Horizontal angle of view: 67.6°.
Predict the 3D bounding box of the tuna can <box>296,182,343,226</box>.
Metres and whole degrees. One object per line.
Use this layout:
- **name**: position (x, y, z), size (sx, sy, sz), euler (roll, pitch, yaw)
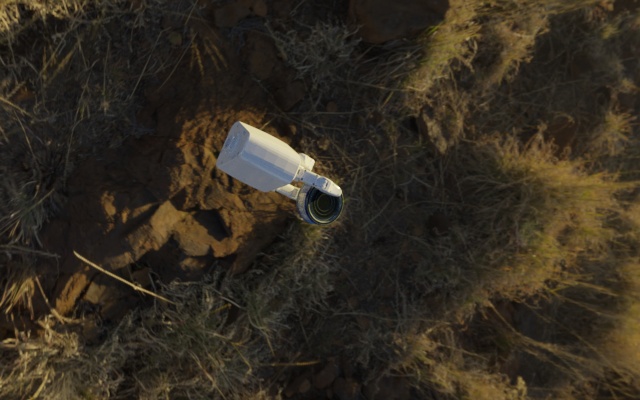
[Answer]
- **tuna can**: position (0.001, 0.003, 0.884), size (0.086, 0.086, 0.034), euler (0, 5, -34)
